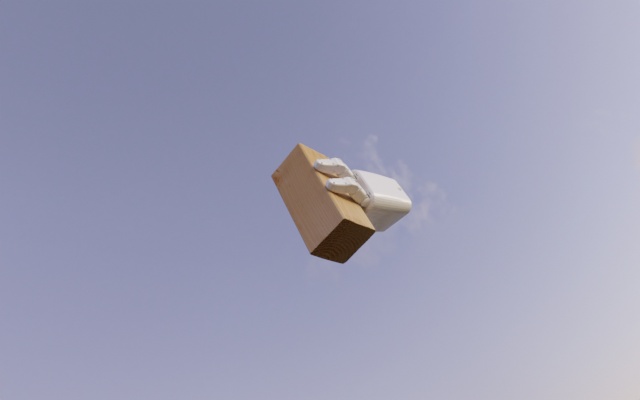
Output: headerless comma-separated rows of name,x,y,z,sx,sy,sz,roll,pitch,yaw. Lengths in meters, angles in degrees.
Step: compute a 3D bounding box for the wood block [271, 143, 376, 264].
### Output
wood block,0.000,0.003,0.865,0.090,0.091,0.206,22,28,-43
